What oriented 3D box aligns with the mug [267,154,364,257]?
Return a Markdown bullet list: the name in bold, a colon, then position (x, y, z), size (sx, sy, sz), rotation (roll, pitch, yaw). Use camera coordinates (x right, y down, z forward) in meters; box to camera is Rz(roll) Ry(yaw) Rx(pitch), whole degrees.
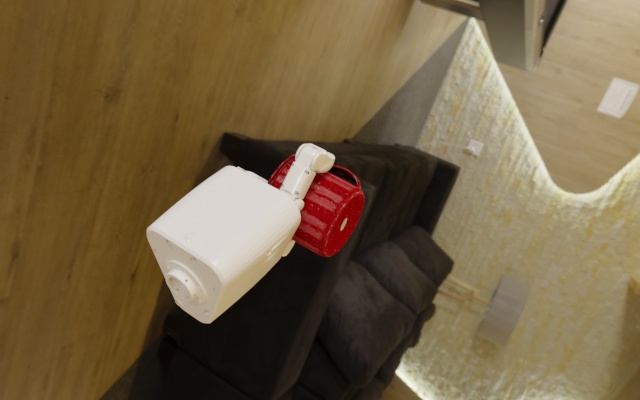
- **mug**: position (0.001, 0.001, 0.521), size (0.081, 0.093, 0.117), rotation (28, 47, 21)
